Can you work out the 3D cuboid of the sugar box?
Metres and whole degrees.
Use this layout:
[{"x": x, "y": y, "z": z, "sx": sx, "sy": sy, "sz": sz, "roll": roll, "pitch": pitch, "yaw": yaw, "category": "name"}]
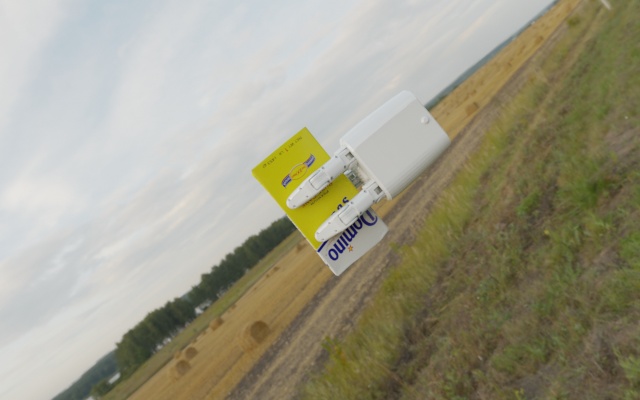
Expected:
[{"x": 0.000, "y": 0.002, "z": 0.623, "sx": 0.093, "sy": 0.176, "sz": 0.048, "roll": -40, "pitch": 0, "yaw": -5, "category": "sugar box"}]
